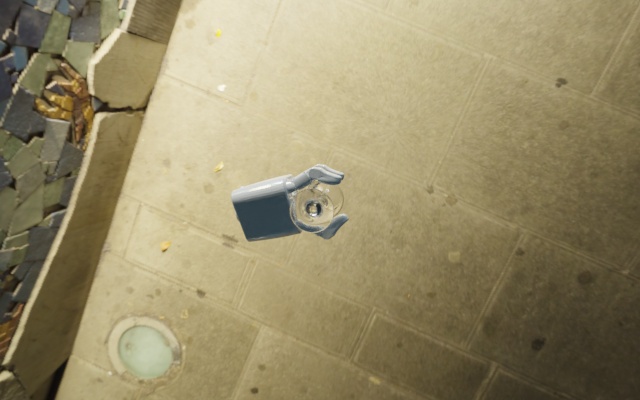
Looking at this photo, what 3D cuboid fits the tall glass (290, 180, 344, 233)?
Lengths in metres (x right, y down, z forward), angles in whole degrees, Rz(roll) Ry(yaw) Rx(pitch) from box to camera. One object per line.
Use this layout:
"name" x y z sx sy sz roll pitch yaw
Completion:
"tall glass" 0.000 0.003 0.878 0.079 0.079 0.201 0 8 9
